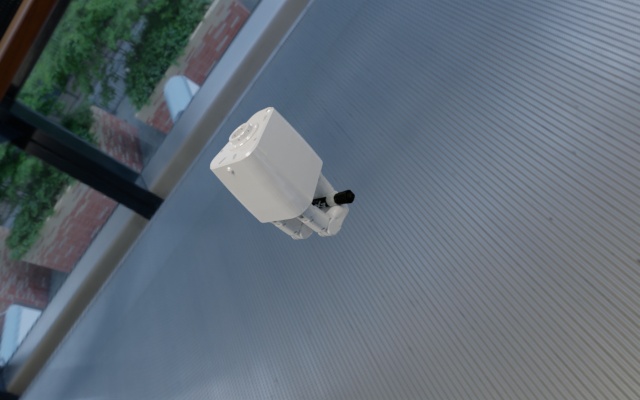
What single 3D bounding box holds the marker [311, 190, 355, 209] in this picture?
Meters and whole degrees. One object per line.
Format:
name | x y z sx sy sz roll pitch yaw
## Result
marker | 0.000 0.002 0.674 0.121 0.020 0.020 -11 -8 44
